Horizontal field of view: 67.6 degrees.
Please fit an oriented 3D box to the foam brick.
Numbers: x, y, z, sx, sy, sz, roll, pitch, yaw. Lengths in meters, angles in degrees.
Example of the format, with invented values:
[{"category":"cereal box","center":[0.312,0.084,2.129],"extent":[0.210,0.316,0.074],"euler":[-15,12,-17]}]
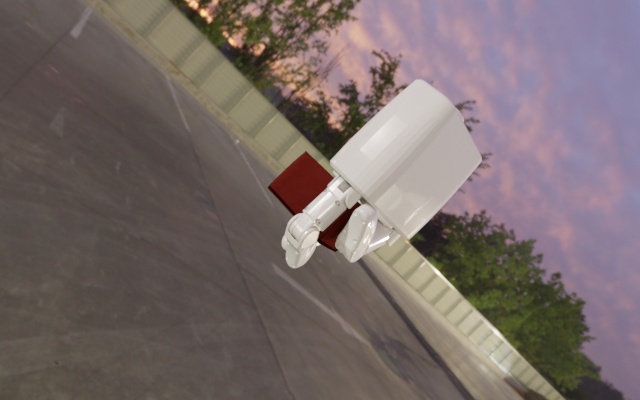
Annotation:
[{"category":"foam brick","center":[0.000,0.001,0.454],"extent":[0.078,0.051,0.053],"euler":[46,4,26]}]
